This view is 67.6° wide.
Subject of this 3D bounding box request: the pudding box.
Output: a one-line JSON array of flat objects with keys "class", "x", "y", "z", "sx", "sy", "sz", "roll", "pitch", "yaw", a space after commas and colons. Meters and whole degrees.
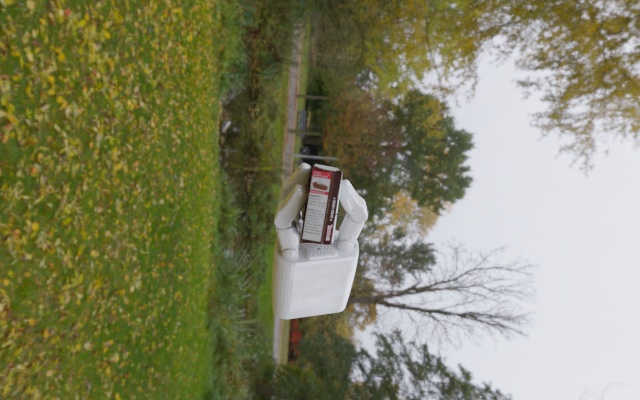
[{"class": "pudding box", "x": 0.000, "y": 0.002, "z": 0.587, "sx": 0.039, "sy": 0.090, "sz": 0.113, "roll": 8, "pitch": 5, "yaw": -3}]
